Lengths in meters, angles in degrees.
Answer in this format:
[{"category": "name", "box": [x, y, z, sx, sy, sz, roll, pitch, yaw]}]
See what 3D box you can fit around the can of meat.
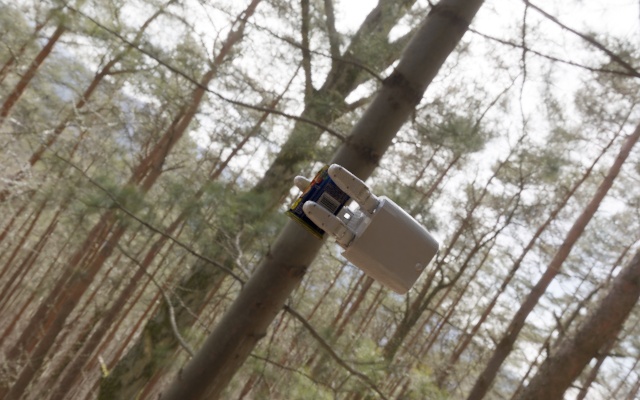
[{"category": "can of meat", "box": [0.000, 0.002, 0.646, 0.057, 0.084, 0.102, 38, -4, -5]}]
